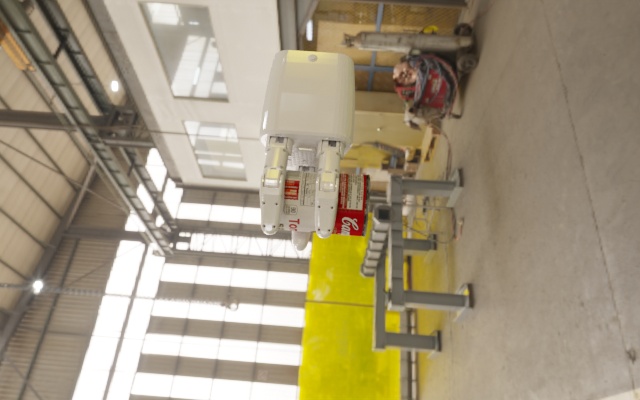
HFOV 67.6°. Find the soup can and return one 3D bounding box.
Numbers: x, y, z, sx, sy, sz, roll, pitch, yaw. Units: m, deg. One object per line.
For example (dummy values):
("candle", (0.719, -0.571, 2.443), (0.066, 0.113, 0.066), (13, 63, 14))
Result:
("soup can", (0.000, 0.002, 0.517), (0.102, 0.068, 0.068), (4, 0, 2))
